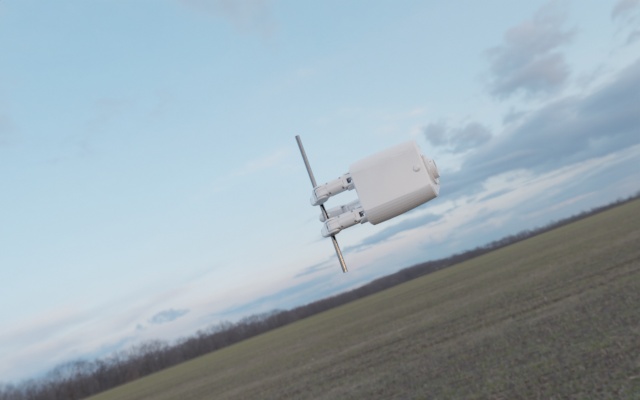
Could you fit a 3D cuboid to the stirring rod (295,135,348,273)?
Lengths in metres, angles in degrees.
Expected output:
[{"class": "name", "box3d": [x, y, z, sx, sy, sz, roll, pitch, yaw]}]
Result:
[{"class": "stirring rod", "box3d": [0.000, 0.003, 0.778, 0.011, 0.239, 0.011, -19, -12, -4]}]
